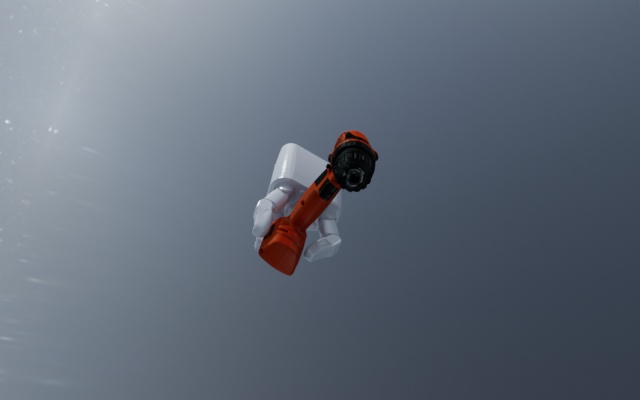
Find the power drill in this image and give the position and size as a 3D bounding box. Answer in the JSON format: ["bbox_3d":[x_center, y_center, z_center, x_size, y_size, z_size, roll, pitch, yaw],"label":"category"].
[{"bbox_3d":[0.000,0.002,0.590,0.057,0.188,0.184,38,16,-6],"label":"power drill"}]
